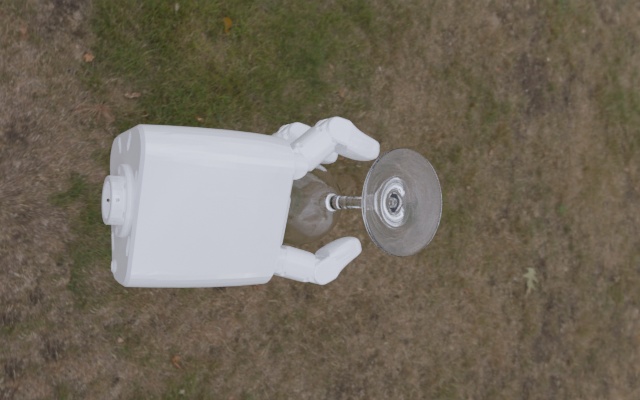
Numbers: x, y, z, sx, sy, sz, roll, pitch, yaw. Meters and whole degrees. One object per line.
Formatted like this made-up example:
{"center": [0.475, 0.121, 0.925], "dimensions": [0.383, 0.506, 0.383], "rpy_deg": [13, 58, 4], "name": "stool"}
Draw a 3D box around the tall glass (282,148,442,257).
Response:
{"center": [0.001, 0.001, 0.404], "dimensions": [0.079, 0.079, 0.201], "rpy_deg": [0, 0, -35], "name": "tall glass"}
